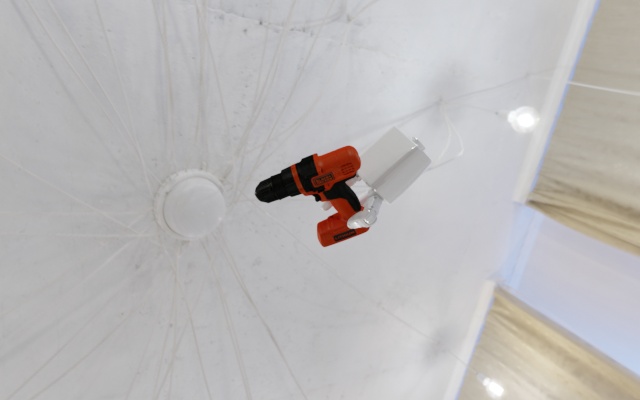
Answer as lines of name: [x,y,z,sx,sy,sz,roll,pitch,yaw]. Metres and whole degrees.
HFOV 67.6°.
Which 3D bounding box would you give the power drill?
power drill: [0.001,0.003,0.835,0.184,0.057,0.188,-20,-44,8]
